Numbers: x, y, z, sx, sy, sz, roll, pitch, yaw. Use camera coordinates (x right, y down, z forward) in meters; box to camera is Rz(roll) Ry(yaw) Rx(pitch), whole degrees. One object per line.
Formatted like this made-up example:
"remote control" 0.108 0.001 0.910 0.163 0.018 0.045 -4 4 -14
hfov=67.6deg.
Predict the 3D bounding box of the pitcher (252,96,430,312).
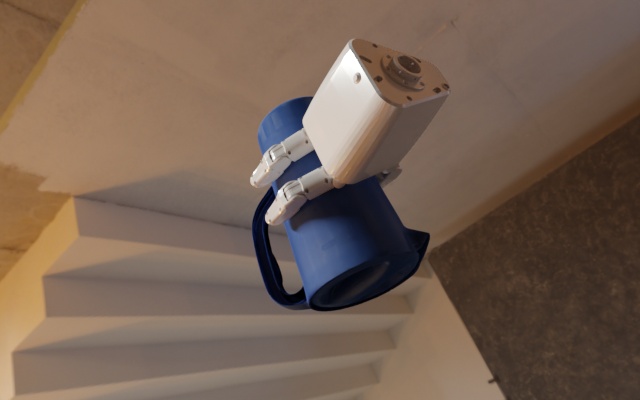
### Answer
"pitcher" 0.000 0.002 0.565 0.149 0.242 0.145 -4 -34 -32
